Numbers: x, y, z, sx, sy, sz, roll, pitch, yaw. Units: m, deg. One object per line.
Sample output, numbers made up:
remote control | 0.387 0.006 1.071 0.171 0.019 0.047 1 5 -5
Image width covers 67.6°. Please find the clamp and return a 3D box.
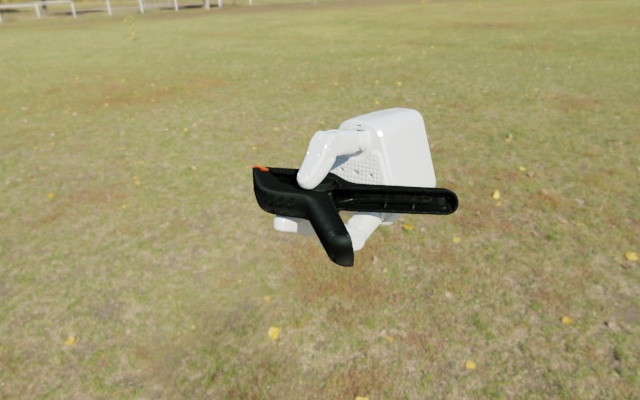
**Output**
clamp | 0.000 0.001 0.448 0.210 0.036 0.164 14 23 34
